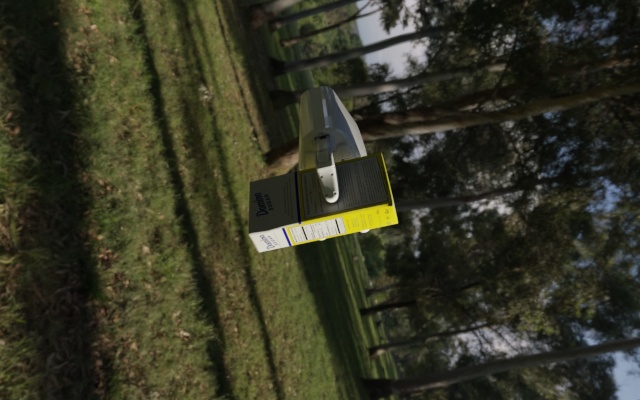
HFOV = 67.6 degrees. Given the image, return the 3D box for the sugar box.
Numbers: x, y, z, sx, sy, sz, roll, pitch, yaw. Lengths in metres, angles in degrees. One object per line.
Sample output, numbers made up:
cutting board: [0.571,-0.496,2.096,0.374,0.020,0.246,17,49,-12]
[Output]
sugar box: [0.000,0.002,0.597,0.176,0.093,0.048,-13,-44,8]
